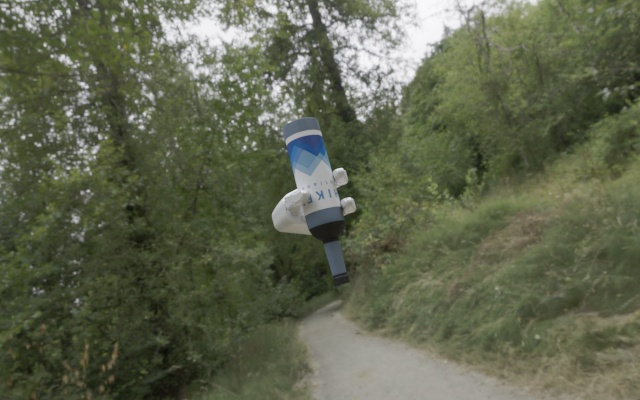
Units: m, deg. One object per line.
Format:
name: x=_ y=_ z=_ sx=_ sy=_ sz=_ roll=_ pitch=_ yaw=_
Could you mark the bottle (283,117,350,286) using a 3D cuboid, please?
bottle: x=0.000 y=0.002 z=0.840 sx=0.069 sy=0.295 sz=0.069 roll=-14 pitch=-11 yaw=-3
